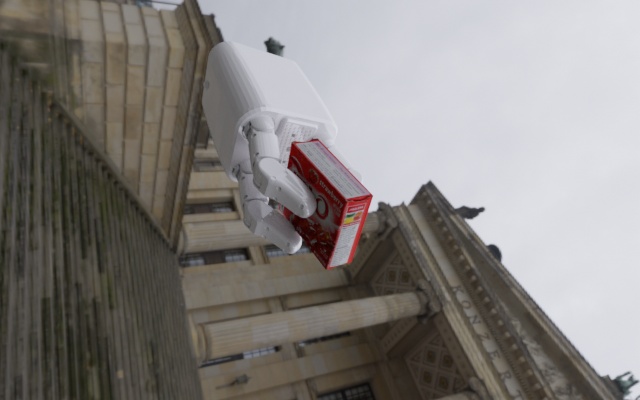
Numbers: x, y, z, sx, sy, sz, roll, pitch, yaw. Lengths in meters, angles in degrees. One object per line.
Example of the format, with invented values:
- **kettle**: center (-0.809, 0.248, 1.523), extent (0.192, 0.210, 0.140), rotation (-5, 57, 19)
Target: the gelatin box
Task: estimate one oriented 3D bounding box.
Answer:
- **gelatin box**: center (0.001, 0.001, 0.404), extent (0.030, 0.073, 0.089), rotation (-12, 43, -32)
